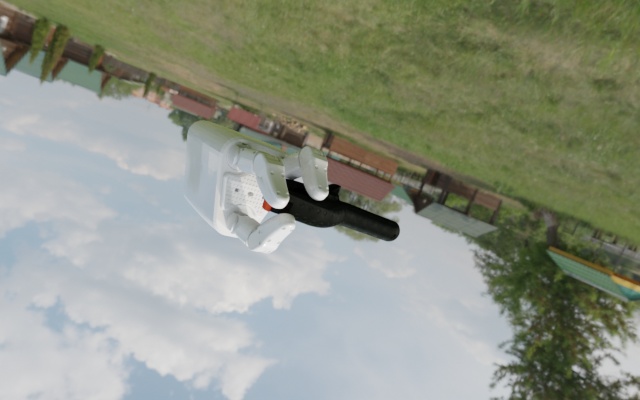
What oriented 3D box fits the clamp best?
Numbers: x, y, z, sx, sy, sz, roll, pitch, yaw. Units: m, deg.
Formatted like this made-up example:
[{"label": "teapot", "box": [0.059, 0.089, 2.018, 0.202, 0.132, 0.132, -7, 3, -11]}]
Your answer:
[{"label": "clamp", "box": [0.000, 0.002, 0.541, 0.171, 0.039, 0.120, 16, 10, -41]}]
